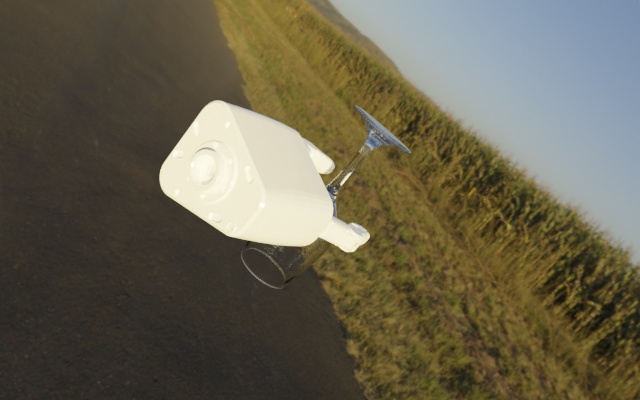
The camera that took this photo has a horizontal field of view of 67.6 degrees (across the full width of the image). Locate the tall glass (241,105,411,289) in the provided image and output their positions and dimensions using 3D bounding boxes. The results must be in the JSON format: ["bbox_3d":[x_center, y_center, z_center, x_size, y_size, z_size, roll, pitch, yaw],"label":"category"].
[{"bbox_3d":[0.001,0.001,0.503,0.079,0.201,0.079,38,15,-12],"label":"tall glass"}]
